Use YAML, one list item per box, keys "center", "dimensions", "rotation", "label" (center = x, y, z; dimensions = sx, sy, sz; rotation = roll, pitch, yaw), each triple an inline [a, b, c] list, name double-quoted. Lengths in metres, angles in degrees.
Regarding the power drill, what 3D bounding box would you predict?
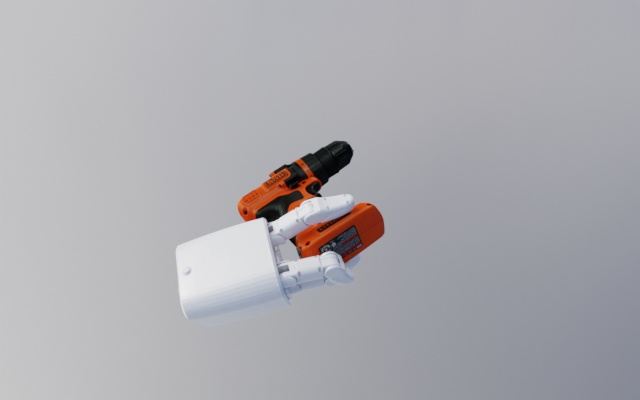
- center: [0.000, 0.002, 0.616]
  dimensions: [0.184, 0.057, 0.187]
  rotation: [-35, 36, -10]
  label: "power drill"
